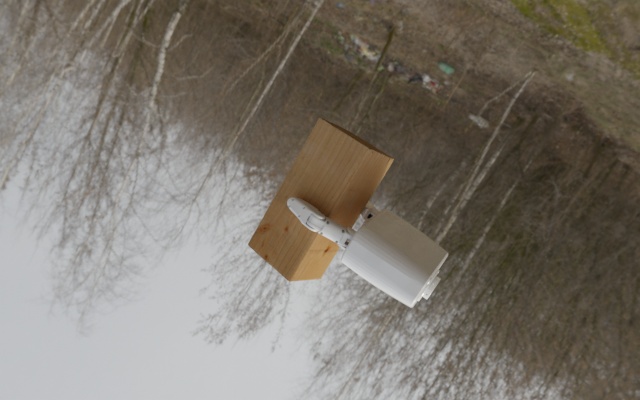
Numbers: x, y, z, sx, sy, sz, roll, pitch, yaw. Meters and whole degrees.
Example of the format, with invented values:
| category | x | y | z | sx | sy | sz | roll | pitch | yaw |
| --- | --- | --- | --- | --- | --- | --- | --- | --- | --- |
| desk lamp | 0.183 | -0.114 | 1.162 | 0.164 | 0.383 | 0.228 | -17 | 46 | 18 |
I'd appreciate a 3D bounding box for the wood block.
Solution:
| category | x | y | z | sx | sy | sz | roll | pitch | yaw |
| --- | --- | --- | --- | --- | --- | --- | --- | --- | --- |
| wood block | 0.000 | 0.002 | 0.669 | 0.090 | 0.206 | 0.091 | 37 | 13 | 28 |
